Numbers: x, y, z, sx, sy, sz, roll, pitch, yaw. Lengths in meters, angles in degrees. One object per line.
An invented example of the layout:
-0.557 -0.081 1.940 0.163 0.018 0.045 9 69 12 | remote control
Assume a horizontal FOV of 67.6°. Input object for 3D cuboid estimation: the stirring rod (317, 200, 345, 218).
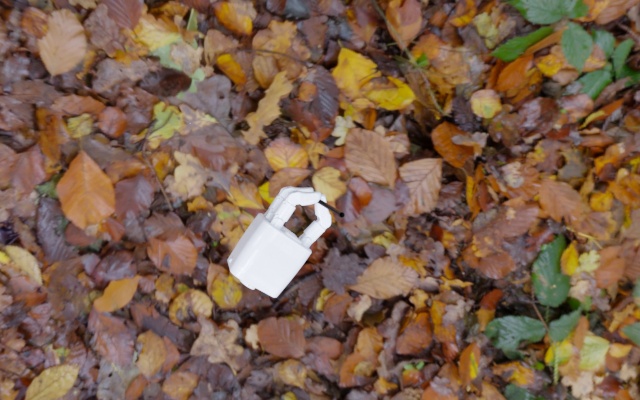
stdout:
0.000 0.003 0.812 0.011 0.011 0.239 0 9 -15 | stirring rod
